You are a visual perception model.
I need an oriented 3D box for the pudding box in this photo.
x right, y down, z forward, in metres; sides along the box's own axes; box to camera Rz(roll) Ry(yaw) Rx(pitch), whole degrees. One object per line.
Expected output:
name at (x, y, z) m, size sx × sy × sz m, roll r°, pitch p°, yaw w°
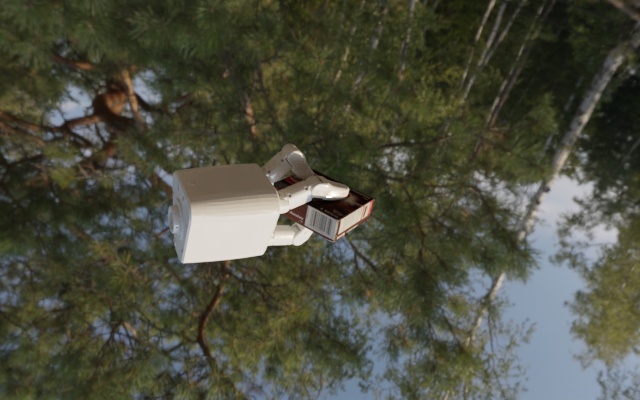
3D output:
pudding box at (0.000, 0.002, 0.633) m, size 0.113 × 0.039 × 0.090 m, roll 29°, pitch 34°, yaw 25°
